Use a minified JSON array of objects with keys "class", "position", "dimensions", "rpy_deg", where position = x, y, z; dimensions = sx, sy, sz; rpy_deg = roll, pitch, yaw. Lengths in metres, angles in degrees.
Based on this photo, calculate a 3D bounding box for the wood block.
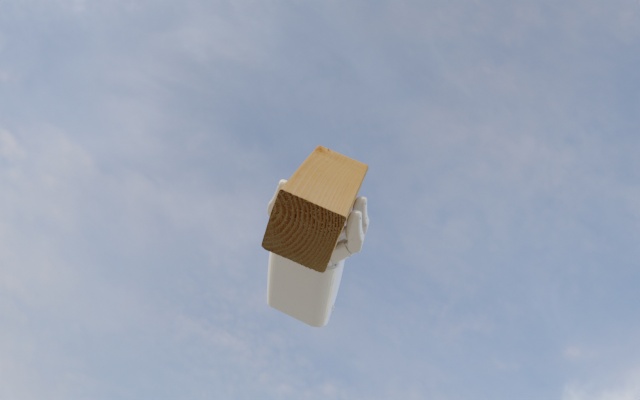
[{"class":"wood block","position":[0.000,0.002,0.681],"dimensions":[0.091,0.090,0.206],"rpy_deg":[22,25,4]}]
